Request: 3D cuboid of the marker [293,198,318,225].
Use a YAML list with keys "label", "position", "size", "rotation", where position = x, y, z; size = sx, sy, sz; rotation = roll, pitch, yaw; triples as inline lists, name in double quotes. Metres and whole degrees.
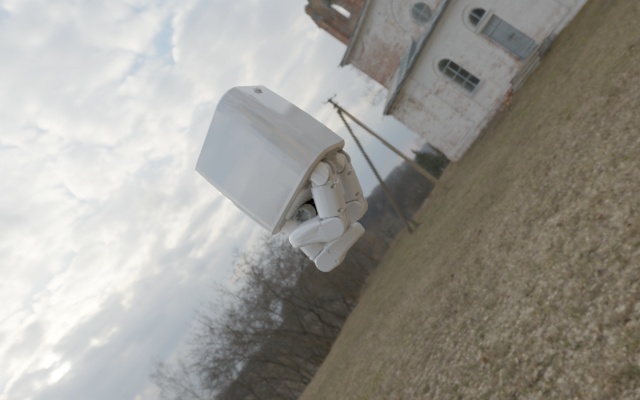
- label: "marker"
  position: [0.000, 0.002, 0.508]
  size: [0.020, 0.020, 0.121]
  rotation: [0, 13, 17]
